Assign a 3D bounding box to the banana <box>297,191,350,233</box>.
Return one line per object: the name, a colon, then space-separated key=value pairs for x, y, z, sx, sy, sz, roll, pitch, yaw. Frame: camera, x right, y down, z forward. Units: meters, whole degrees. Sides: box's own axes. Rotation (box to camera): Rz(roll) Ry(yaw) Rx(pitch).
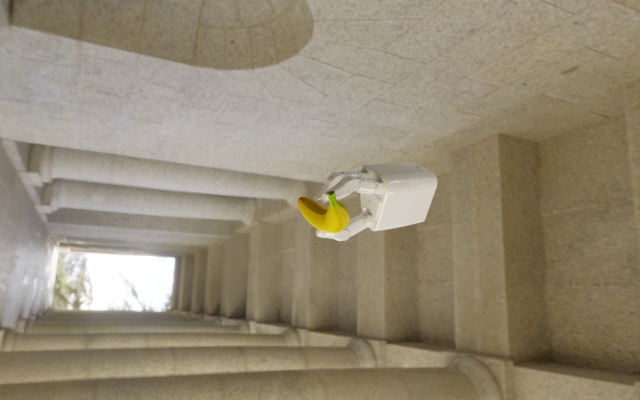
banana: x=0.007 y=0.020 z=0.779 sx=0.037 sy=0.069 sz=0.198 roll=-20 pitch=3 yaw=-18
